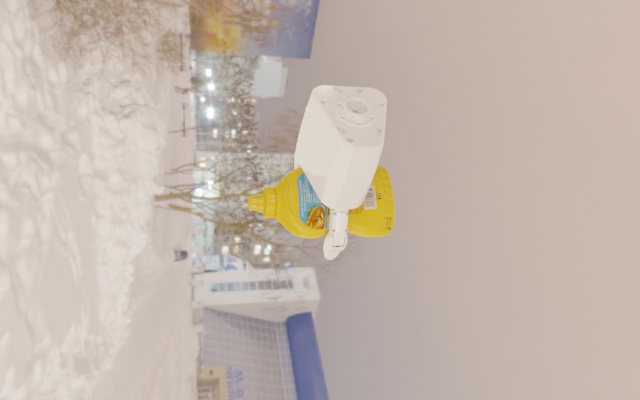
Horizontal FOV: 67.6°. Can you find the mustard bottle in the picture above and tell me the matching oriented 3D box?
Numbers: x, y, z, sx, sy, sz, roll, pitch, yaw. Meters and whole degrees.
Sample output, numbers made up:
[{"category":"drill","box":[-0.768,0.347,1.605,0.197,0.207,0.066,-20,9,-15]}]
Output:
[{"category":"mustard bottle","box":[0.000,0.002,0.640,0.191,0.096,0.058,0,-13,-14]}]
